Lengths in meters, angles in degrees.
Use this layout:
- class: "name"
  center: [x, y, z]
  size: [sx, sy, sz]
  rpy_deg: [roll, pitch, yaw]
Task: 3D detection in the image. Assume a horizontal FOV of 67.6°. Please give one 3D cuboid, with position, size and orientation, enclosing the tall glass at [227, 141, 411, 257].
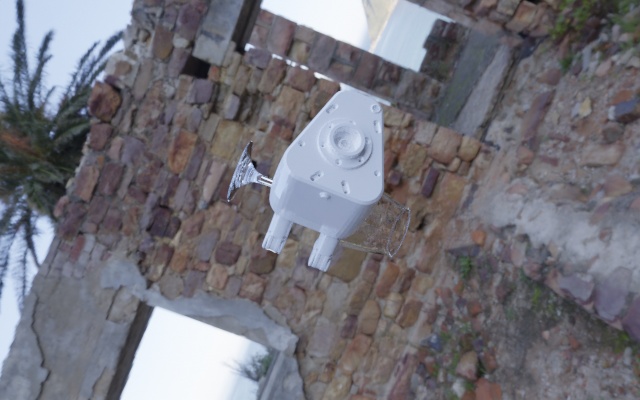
- class: "tall glass"
  center: [-0.001, 0.002, 0.554]
  size: [0.201, 0.079, 0.079]
  rpy_deg: [21, -1, -3]
